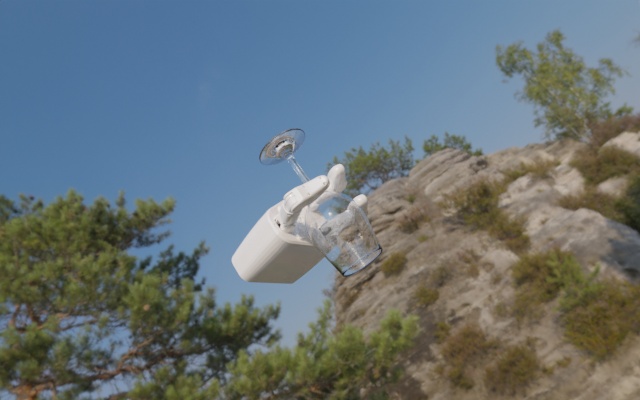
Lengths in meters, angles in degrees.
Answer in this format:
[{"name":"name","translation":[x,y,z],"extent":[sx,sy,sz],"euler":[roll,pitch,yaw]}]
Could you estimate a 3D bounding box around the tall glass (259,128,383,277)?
[{"name":"tall glass","translation":[0.000,0.001,0.635],"extent":[0.079,0.201,0.079],"euler":[-31,-20,-12]}]
